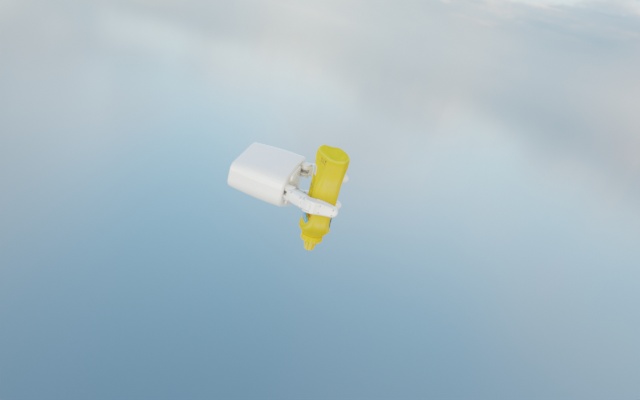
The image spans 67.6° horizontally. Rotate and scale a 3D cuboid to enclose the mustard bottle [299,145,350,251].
[{"bbox_3d":[0.001,0.003,0.857,0.058,0.192,0.096,11,21,-11],"label":"mustard bottle"}]
